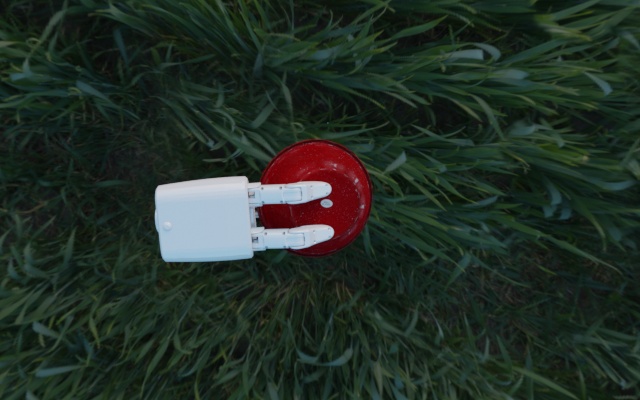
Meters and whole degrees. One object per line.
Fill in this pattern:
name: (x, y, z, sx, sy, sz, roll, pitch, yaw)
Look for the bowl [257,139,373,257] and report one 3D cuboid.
bowl: (0.001, 0.002, 0.622, 0.162, 0.162, 0.055, 0, 8, -14)
